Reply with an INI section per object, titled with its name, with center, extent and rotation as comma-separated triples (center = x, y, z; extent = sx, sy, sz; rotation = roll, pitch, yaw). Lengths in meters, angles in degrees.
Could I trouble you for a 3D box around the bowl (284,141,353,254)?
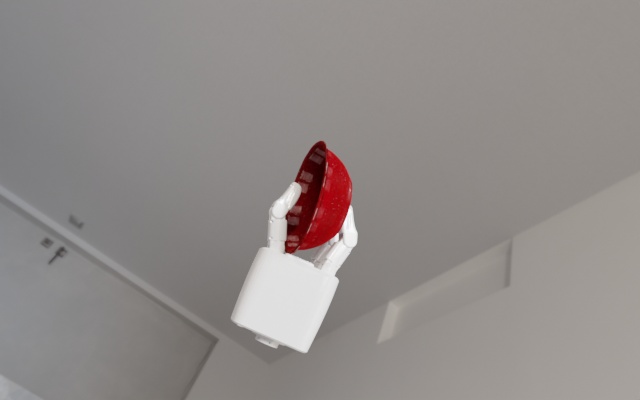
[bowl]
center = 0.001, 0.001, 0.659
extent = 0.055, 0.162, 0.162
rotation = 16, -5, -16
